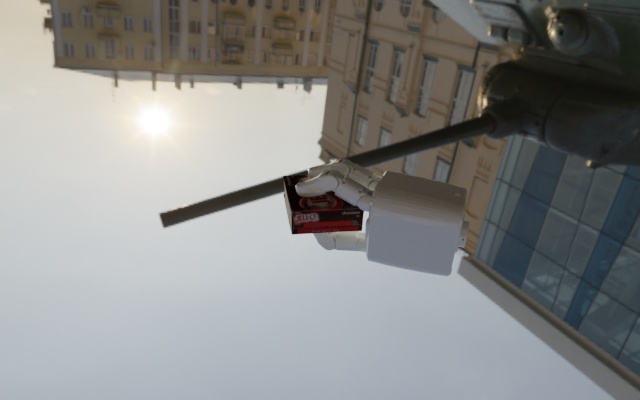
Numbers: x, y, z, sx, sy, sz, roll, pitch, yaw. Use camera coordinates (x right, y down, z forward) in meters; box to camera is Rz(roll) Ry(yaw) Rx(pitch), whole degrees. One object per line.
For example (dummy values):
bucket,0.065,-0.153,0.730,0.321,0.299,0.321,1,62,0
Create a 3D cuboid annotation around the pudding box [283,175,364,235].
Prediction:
pudding box,0.000,0.002,0.622,0.090,0.039,0.113,-2,23,-10
